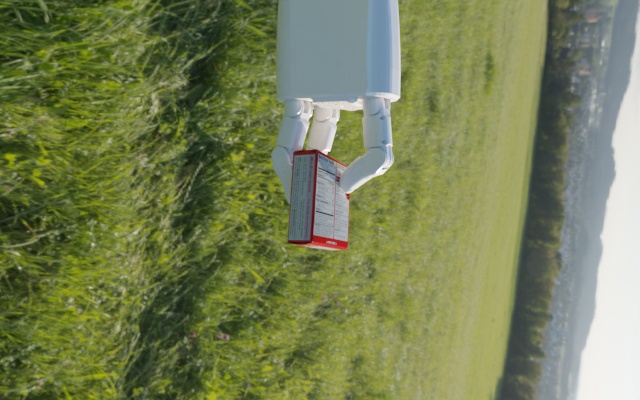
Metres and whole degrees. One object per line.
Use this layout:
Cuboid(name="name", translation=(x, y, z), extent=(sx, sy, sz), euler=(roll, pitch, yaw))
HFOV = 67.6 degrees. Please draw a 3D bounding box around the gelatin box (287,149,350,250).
Cuboid(name="gelatin box", translation=(0.000, 0.002, 0.466), extent=(0.030, 0.089, 0.073), euler=(-3, -11, 29))
